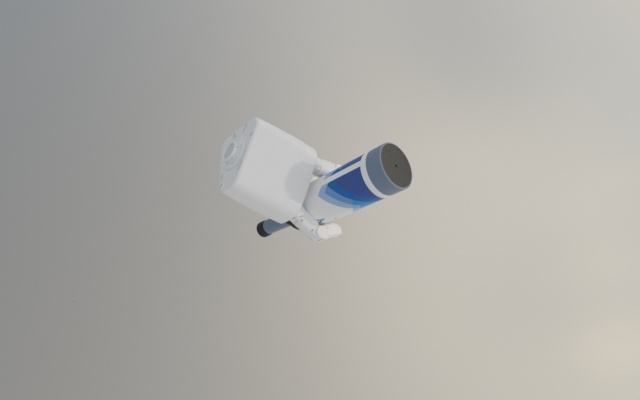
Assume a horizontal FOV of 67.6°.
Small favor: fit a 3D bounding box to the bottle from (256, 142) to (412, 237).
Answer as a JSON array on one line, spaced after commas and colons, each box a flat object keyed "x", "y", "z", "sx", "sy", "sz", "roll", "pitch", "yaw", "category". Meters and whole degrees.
[{"x": 0.000, "y": 0.002, "z": 0.717, "sx": 0.069, "sy": 0.069, "sz": 0.296, "roll": 0, "pitch": -19, "yaw": -45, "category": "bottle"}]
